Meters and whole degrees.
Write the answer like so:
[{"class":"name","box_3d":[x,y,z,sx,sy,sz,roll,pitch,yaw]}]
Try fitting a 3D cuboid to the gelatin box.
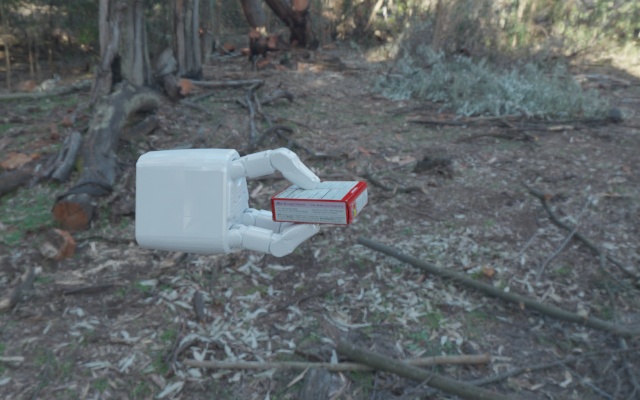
[{"class":"gelatin box","box_3d":[0.000,0.001,0.526,0.089,0.030,0.073,1,17,21]}]
